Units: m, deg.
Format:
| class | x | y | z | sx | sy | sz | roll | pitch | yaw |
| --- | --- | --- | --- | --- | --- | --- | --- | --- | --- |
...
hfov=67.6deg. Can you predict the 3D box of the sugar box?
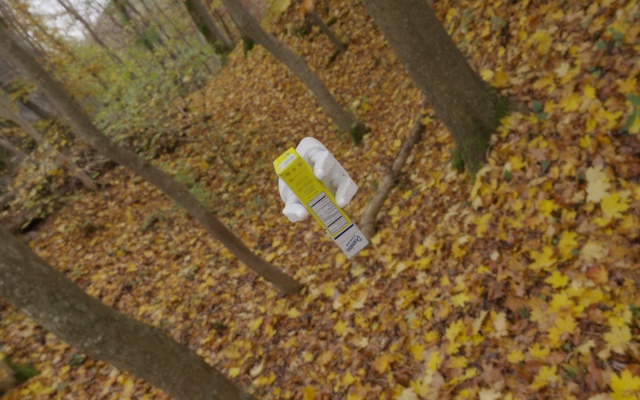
| class | x | y | z | sx | sy | sz | roll | pitch | yaw |
| --- | --- | --- | --- | --- | --- | --- | --- | --- | --- |
| sugar box | 0.000 | 0.002 | 0.742 | 0.048 | 0.176 | 0.093 | -41 | 18 | 4 |
